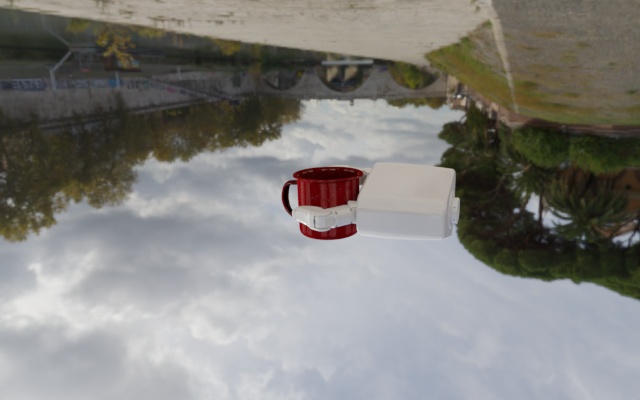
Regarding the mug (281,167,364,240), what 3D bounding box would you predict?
[{"bbox_3d":[-0.001,0.002,0.640,0.117,0.081,0.093,4,16,23],"label":"mug"}]
